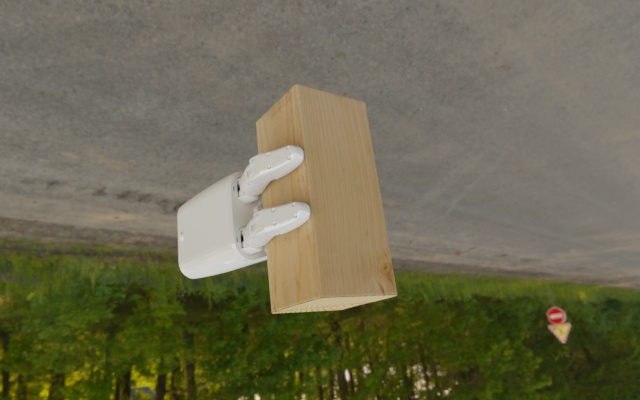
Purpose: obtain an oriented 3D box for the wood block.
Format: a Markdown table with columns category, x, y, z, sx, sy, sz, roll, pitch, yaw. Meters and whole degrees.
| category | x | y | z | sx | sy | sz | roll | pitch | yaw |
| --- | --- | --- | --- | --- | --- | --- | --- | --- | --- |
| wood block | 0.000 | 0.002 | 0.484 | 0.091 | 0.206 | 0.090 | 6 | -23 | -35 |
